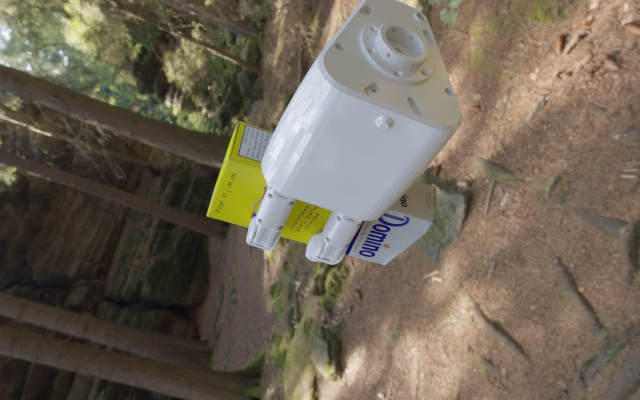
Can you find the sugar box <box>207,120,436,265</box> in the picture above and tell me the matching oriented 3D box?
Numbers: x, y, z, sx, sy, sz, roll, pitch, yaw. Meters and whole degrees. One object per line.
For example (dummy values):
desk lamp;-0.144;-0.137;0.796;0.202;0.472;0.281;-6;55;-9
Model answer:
sugar box;0.000;0.002;0.411;0.176;0.048;0.093;18;-35;-13
